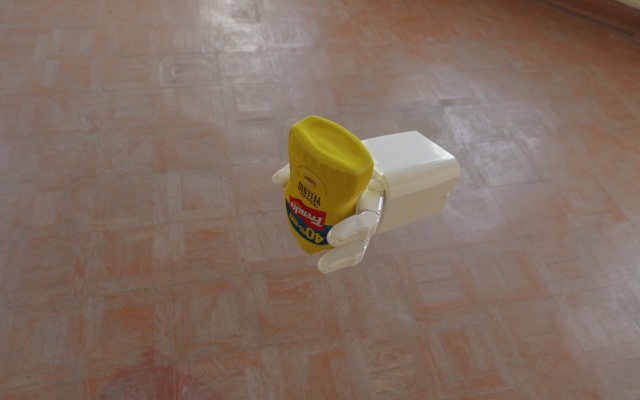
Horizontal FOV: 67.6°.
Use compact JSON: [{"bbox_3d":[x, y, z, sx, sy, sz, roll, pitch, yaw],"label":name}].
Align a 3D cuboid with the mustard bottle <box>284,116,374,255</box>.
[{"bbox_3d":[0.000,0.002,0.551,0.096,0.192,0.058,37,55,21],"label":"mustard bottle"}]
